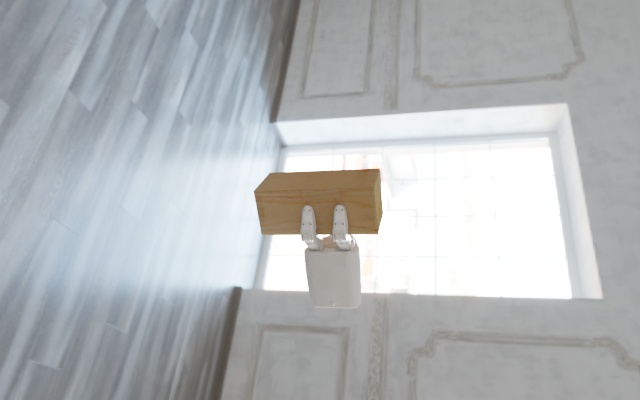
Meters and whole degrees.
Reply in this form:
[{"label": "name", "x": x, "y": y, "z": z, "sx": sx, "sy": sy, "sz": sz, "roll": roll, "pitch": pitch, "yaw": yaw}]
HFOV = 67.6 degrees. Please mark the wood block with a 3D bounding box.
[{"label": "wood block", "x": 0.000, "y": 0.003, "z": 0.837, "sx": 0.206, "sy": 0.090, "sz": 0.090, "roll": -1, "pitch": 23, "yaw": 15}]
